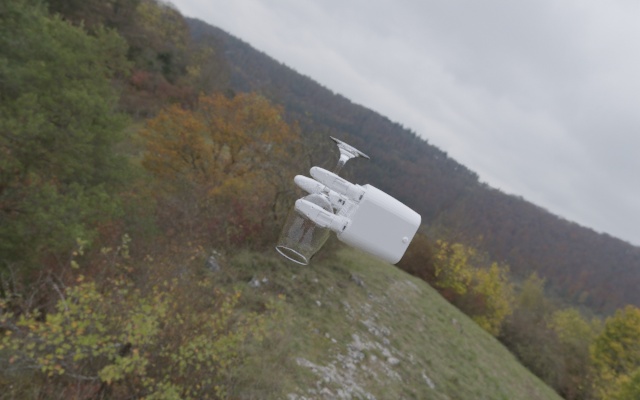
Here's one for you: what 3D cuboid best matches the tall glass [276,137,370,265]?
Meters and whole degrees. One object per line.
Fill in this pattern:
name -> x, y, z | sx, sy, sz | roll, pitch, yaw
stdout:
tall glass -> 0.000, 0.002, 0.774 | 0.079, 0.201, 0.079 | 28, 4, -2
